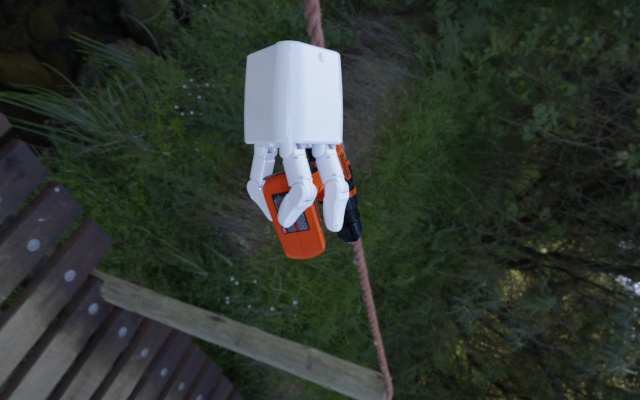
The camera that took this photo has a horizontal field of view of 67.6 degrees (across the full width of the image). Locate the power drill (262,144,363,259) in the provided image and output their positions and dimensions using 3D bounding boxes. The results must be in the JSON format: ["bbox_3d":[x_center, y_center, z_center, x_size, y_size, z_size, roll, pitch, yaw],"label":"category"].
[{"bbox_3d":[0.000,0.002,0.632,0.057,0.184,0.187,-13,16,22],"label":"power drill"}]
